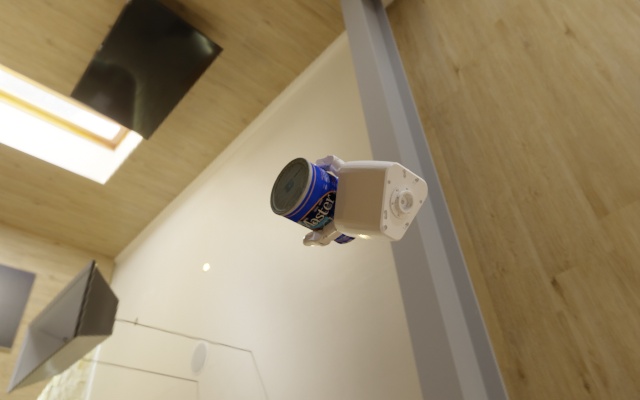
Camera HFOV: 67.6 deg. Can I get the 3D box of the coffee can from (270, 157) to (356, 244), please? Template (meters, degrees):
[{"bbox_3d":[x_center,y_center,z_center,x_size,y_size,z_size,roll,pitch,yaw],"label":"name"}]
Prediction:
[{"bbox_3d":[0.000,0.003,0.813,0.140,0.102,0.103,28,-16,-33],"label":"coffee can"}]
